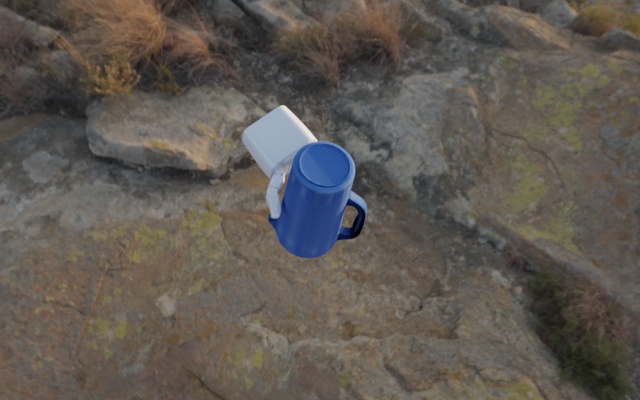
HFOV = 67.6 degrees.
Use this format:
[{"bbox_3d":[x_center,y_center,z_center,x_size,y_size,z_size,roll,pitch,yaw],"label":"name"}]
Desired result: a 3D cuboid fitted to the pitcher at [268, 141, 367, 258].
[{"bbox_3d":[0.000,0.003,0.900,0.149,0.145,0.243,-28,-22,-24],"label":"pitcher"}]
